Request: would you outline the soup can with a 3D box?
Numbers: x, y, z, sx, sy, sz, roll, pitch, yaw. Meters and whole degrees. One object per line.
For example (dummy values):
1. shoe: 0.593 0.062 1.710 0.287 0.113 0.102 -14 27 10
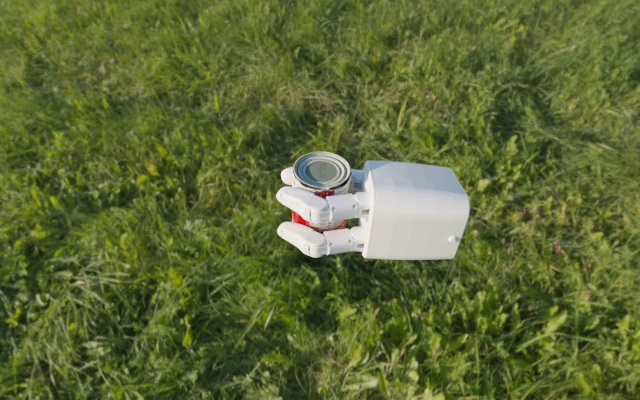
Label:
1. soup can: 0.000 0.002 0.564 0.068 0.102 0.068 2 43 -2
